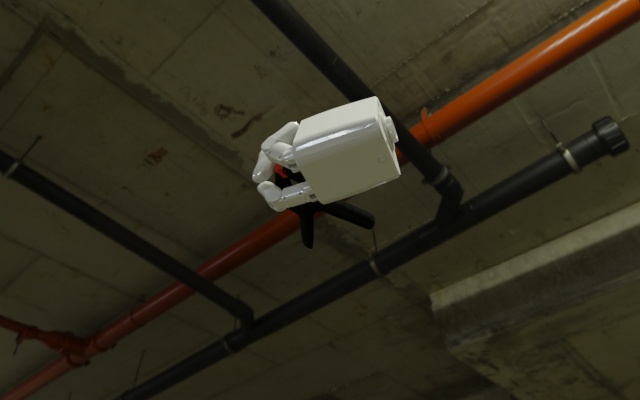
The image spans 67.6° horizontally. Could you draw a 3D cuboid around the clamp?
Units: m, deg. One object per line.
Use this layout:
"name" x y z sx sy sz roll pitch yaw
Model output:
"clamp" 0.000 0.002 0.676 0.120 0.039 0.172 -18 -47 15
